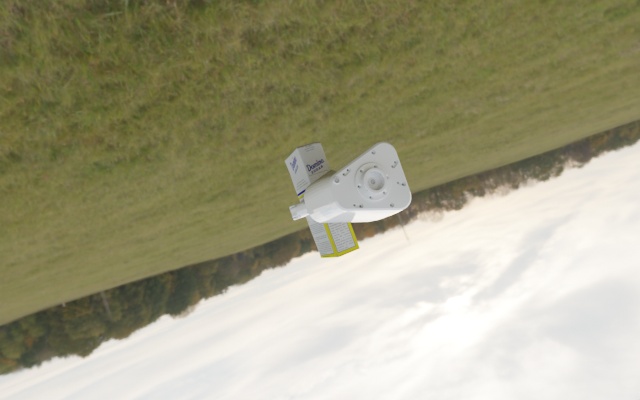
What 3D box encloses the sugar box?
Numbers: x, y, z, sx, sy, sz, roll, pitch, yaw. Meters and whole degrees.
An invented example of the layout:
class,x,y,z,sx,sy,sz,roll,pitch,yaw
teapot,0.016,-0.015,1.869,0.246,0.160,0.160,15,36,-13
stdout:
class,x,y,z,sx,sy,sz,roll,pitch,yaw
sugar box,0.001,0.002,0.758,0.048,0.176,0.093,-17,-2,-18
